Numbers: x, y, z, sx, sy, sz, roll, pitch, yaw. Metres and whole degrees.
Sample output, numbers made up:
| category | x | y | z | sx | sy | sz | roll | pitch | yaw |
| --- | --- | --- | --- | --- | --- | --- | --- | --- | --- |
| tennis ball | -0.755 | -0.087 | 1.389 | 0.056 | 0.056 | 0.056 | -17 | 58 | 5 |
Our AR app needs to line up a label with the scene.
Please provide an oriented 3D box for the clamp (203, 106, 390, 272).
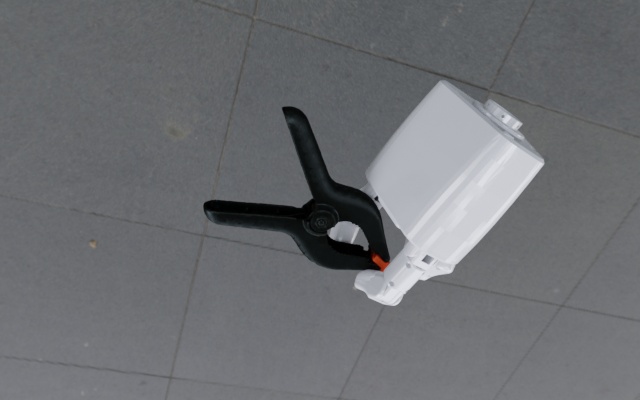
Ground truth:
| category | x | y | z | sx | sy | sz | roll | pitch | yaw |
| --- | --- | --- | --- | --- | --- | --- | --- | --- | --- |
| clamp | 0.000 | 0.002 | 0.413 | 0.171 | 0.120 | 0.039 | 27 | 26 | -20 |
